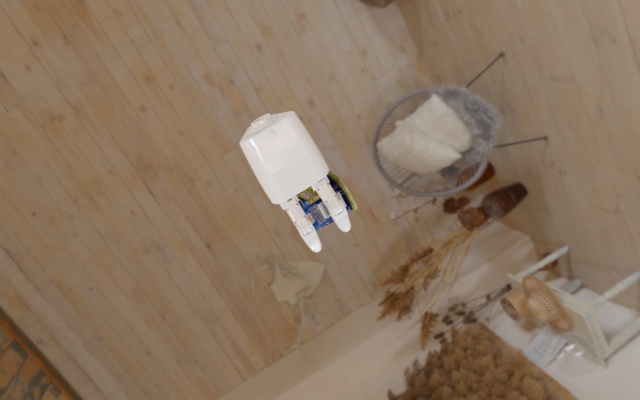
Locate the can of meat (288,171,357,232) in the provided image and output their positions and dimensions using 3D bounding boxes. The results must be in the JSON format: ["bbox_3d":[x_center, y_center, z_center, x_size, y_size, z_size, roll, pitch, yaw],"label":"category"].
[{"bbox_3d":[0.000,0.003,0.772,0.084,0.057,0.102,-31,22,-5],"label":"can of meat"}]
